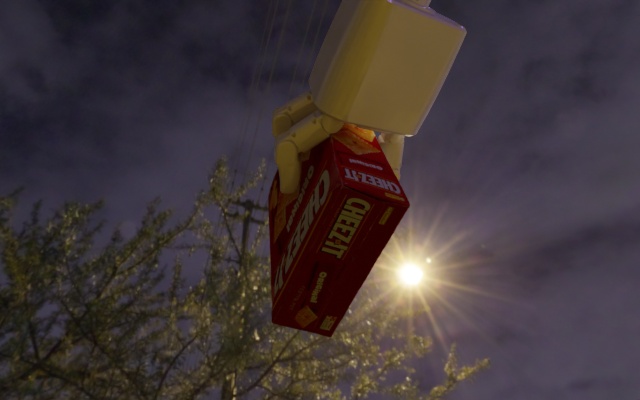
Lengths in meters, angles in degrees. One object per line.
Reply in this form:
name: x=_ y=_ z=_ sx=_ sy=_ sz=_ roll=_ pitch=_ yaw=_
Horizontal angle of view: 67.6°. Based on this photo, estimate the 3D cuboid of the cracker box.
cracker box: x=0.000 y=0.002 z=0.497 sx=0.072 sy=0.164 sz=0.213 roll=16 pitch=29 yaw=-17
